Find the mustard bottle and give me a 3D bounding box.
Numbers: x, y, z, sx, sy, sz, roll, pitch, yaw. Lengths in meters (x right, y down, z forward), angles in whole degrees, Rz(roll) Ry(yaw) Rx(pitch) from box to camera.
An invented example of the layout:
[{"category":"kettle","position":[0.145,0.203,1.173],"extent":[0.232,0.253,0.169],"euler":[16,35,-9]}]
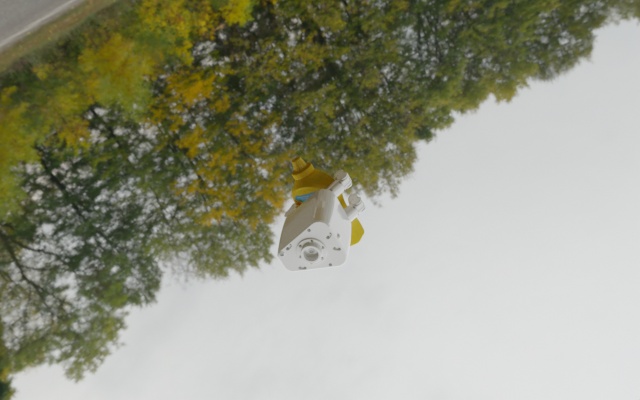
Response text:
[{"category":"mustard bottle","position":[0.000,0.003,0.891],"extent":[0.096,0.192,0.058],"euler":[-12,28,39]}]
